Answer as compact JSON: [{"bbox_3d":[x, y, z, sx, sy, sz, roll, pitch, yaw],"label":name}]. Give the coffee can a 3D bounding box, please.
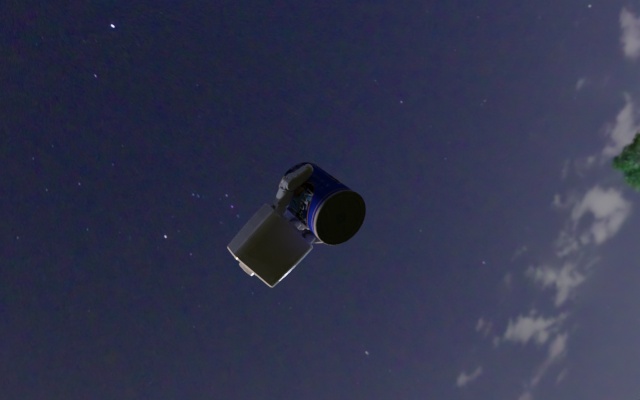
[{"bbox_3d":[0.000,0.003,0.861,0.103,0.103,0.140,0,24,-34],"label":"coffee can"}]
